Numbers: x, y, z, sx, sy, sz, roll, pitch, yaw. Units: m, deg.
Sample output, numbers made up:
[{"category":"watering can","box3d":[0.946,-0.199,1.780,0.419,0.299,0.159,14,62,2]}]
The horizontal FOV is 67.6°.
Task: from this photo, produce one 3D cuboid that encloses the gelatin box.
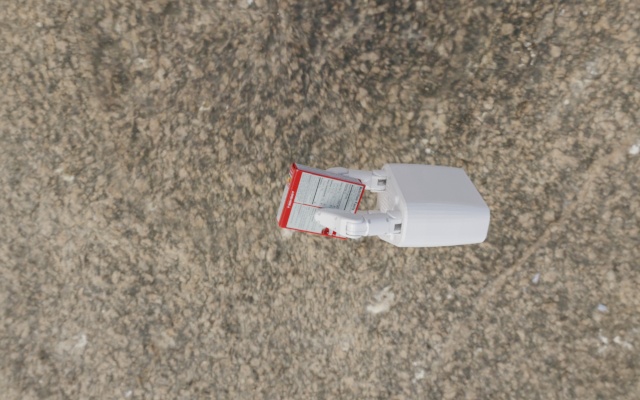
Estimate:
[{"category":"gelatin box","box3d":[0.000,0.002,0.564,0.089,0.073,0.030,12,18,-19]}]
